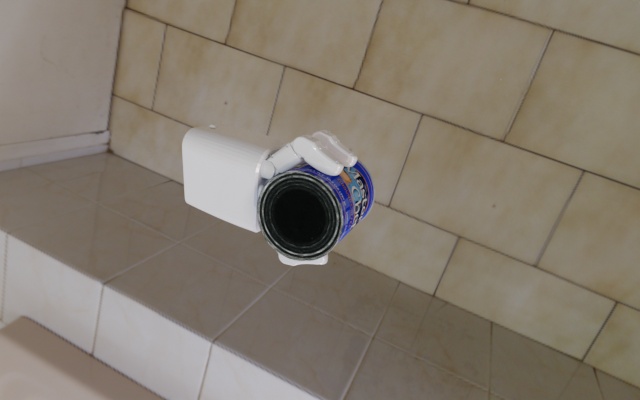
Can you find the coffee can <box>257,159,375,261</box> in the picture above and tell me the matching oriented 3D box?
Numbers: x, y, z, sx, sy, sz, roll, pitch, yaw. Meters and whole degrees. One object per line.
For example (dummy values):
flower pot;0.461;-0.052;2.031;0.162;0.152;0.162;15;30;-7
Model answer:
coffee can;0.000;0.002;0.581;0.103;0.103;0.140;0;13;21
